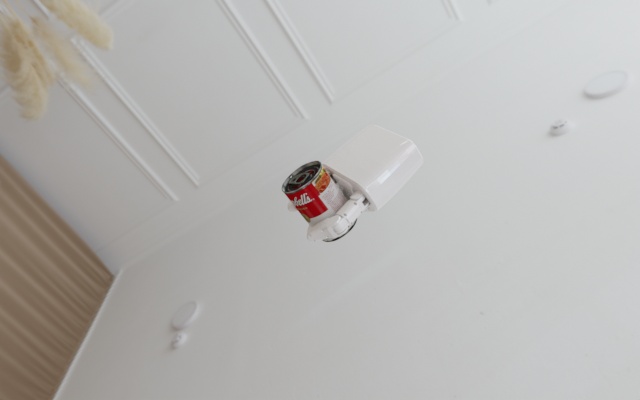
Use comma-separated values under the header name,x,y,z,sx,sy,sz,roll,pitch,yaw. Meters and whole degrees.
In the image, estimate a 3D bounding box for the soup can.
name,x,y,z,sx,sy,sz,roll,pitch,yaw
soup can,0.000,0.003,0.693,0.068,0.102,0.068,-29,27,16
